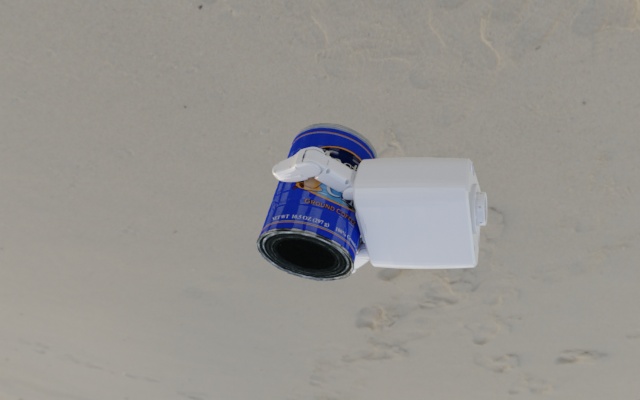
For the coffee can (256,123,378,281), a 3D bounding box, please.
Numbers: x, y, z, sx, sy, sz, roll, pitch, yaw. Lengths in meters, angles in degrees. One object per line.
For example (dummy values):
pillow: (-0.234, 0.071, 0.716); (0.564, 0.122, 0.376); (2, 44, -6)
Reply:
coffee can: (0.000, 0.002, 0.520); (0.103, 0.140, 0.103); (11, -33, 7)
